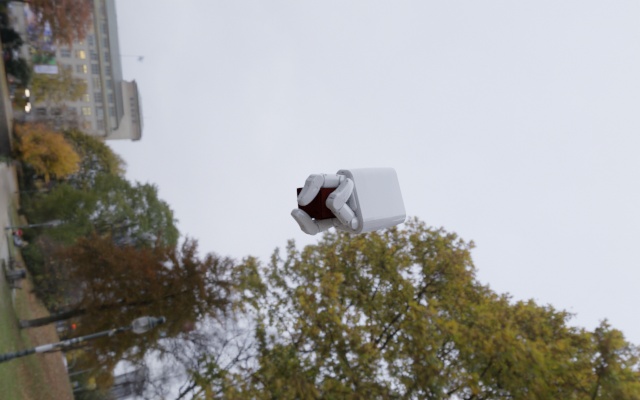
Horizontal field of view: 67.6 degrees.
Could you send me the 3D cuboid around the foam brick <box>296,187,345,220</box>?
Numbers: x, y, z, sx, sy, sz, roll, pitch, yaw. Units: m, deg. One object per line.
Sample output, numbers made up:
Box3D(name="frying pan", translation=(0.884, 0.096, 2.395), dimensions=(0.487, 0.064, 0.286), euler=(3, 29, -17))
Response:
Box3D(name="foam brick", translation=(0.000, 0.003, 0.835), dimensions=(0.051, 0.053, 0.078), euler=(-8, 9, -32))
